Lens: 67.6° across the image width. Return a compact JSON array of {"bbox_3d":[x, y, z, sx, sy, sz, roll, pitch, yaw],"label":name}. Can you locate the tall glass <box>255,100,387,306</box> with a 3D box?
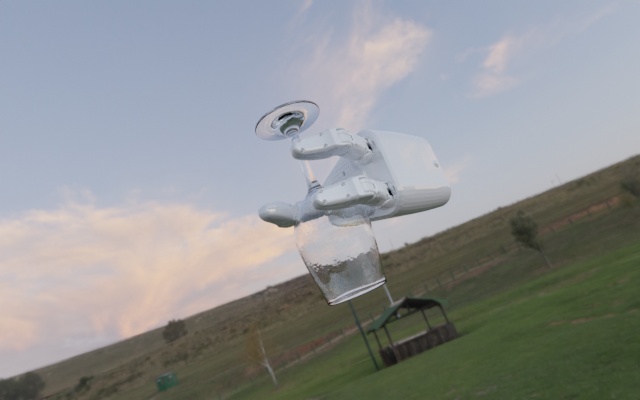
[{"bbox_3d":[0.000,0.001,0.489,0.079,0.201,0.079,-20,-17,-6],"label":"tall glass"}]
